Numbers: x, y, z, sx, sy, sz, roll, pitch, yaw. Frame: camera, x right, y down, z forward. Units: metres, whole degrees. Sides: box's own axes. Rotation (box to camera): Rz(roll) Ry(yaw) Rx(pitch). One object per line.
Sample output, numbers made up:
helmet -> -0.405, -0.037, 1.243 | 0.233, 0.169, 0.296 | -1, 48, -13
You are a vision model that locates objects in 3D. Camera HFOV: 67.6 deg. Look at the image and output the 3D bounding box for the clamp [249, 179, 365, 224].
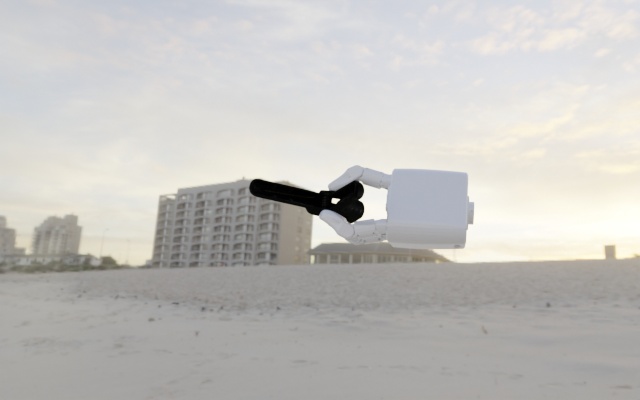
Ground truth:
clamp -> 0.001, 0.002, 0.716 | 0.164, 0.036, 0.210 | 5, -11, 16
